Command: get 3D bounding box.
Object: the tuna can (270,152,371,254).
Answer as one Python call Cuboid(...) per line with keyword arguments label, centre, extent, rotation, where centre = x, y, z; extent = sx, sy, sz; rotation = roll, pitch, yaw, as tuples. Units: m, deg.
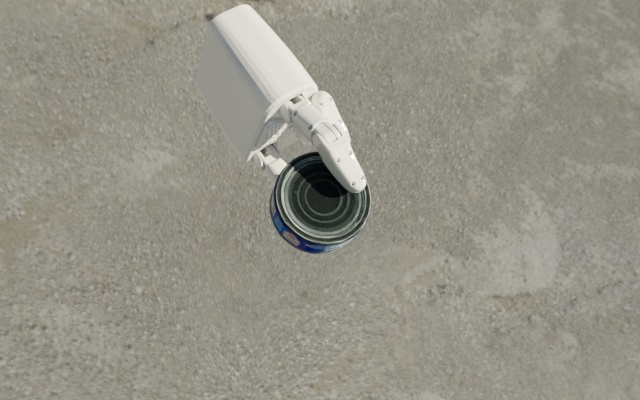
Cuboid(label="tuna can", centre=(0.000, 0.001, 0.415), extent=(0.086, 0.086, 0.034), rotation=(0, -18, -12))
